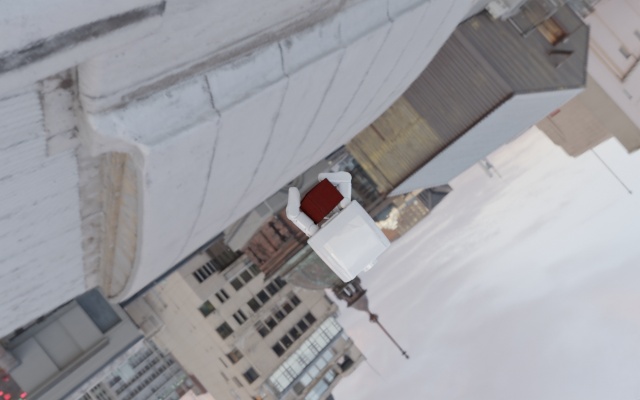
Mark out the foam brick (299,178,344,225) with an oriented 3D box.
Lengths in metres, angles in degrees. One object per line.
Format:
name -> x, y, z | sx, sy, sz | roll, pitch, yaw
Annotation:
foam brick -> 0.000, 0.003, 0.868 | 0.053, 0.051, 0.078 | -41, -3, -21
